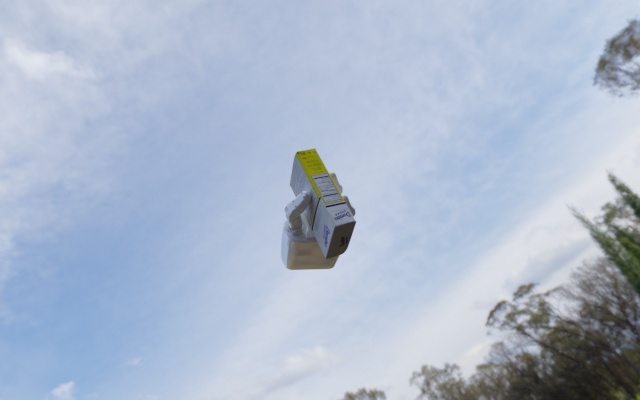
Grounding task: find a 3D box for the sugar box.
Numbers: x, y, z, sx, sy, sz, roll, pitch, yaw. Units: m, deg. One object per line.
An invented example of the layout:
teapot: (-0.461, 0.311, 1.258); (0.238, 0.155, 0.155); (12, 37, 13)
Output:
sugar box: (0.001, 0.003, 0.828); (0.048, 0.176, 0.093); (-14, -35, -23)
